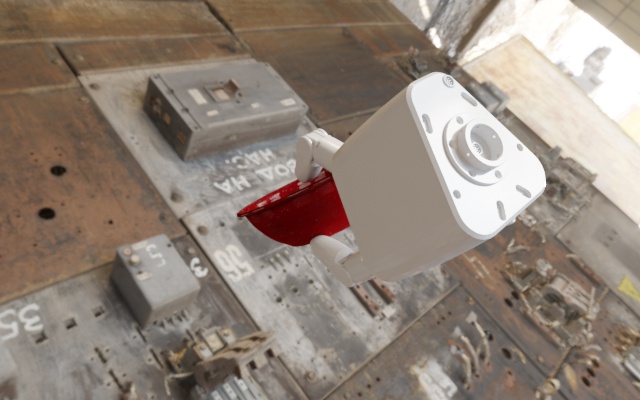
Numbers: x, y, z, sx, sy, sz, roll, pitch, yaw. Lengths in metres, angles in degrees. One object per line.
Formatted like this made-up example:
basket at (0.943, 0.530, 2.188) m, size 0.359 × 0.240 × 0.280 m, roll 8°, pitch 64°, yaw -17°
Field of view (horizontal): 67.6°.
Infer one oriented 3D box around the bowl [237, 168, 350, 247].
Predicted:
bowl at (0.000, 0.002, 0.482) m, size 0.162 × 0.055 × 0.162 m, roll -25°, pitch 7°, yaw 3°
